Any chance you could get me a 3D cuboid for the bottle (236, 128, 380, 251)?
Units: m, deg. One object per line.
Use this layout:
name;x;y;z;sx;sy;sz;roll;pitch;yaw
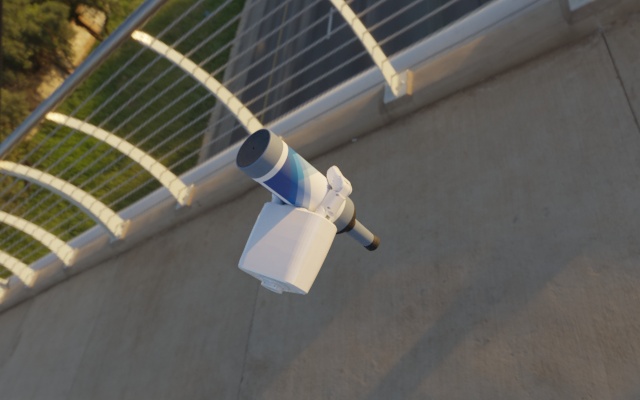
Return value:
bottle;0.000;0.002;0.730;0.069;0.069;0.296;0;-30;45
